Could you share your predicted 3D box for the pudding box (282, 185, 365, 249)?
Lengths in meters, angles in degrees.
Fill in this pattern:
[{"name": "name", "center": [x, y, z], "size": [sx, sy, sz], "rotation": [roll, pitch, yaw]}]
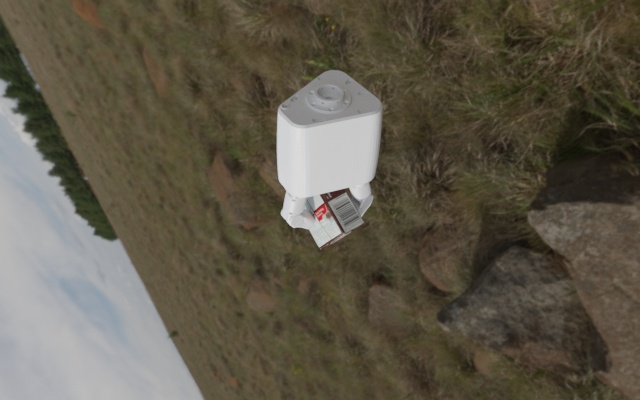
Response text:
[{"name": "pudding box", "center": [0.000, 0.002, 0.646], "size": [0.039, 0.113, 0.090], "rotation": [-26, -7, -26]}]
